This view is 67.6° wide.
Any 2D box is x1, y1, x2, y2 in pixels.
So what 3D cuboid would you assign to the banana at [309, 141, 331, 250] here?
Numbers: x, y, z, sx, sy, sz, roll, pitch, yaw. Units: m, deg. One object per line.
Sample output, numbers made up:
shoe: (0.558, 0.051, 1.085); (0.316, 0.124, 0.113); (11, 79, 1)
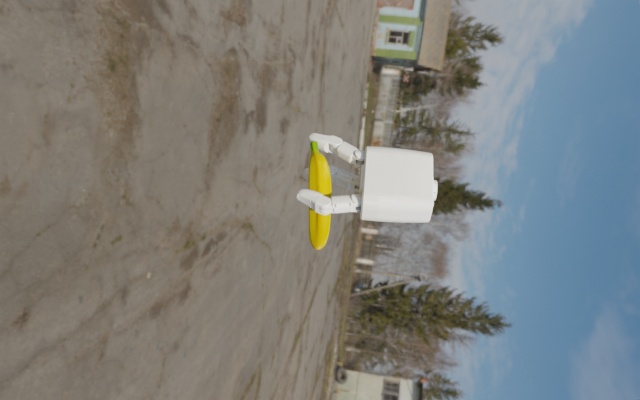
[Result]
banana: (-0.001, 0.007, 0.781); (0.037, 0.198, 0.069); (1, 25, 2)
